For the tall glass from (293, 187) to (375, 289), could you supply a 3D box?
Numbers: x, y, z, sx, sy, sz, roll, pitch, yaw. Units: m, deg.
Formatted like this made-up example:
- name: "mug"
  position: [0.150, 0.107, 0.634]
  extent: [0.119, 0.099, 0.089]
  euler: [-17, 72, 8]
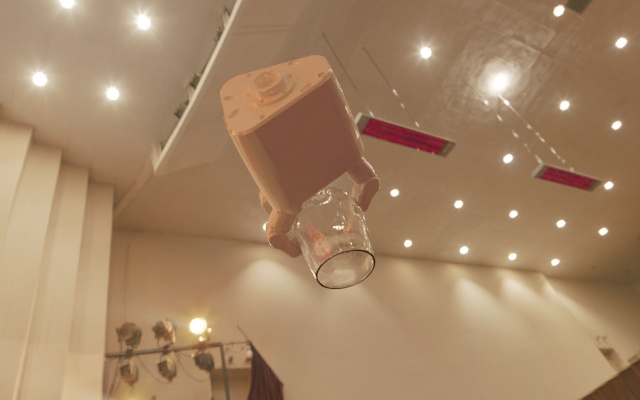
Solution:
- name: "tall glass"
  position: [0.000, 0.001, 0.540]
  extent: [0.079, 0.079, 0.201]
  euler: [0, 43, -21]
